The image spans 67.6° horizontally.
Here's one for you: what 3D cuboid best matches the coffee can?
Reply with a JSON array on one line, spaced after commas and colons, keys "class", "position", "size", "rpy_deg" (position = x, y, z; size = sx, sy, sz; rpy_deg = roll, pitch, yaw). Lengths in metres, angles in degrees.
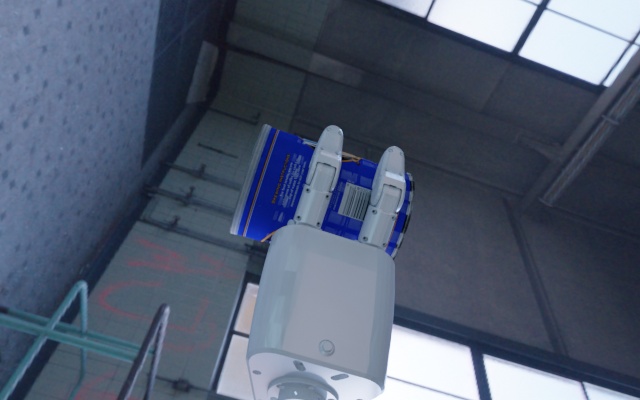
[{"class": "coffee can", "position": [0.000, 0.001, 0.437], "size": [0.140, 0.103, 0.103], "rpy_deg": [18, -2, -6]}]
